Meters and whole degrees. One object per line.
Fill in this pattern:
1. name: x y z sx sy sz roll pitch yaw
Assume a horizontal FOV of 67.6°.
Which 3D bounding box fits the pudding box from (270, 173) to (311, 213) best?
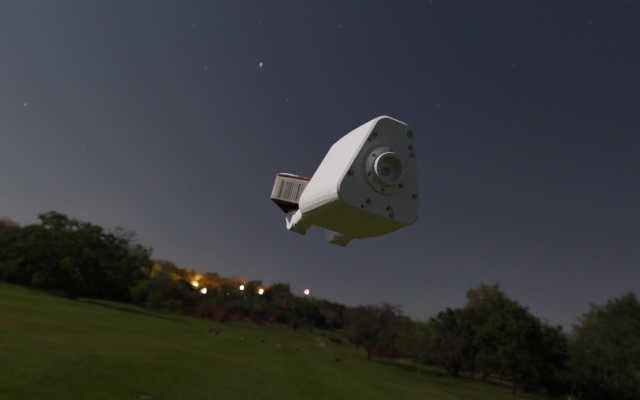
1. pudding box: 0.000 0.002 0.628 0.113 0.039 0.090 13 -12 11
